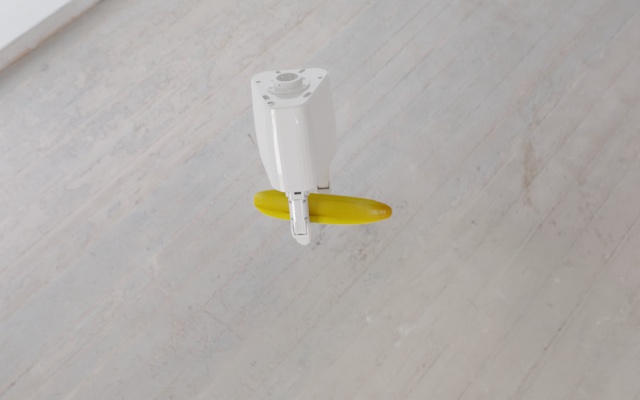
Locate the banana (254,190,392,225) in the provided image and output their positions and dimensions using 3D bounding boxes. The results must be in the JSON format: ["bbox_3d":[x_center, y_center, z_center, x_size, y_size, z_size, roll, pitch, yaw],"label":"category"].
[{"bbox_3d":[-0.010,0.006,0.613,0.198,0.037,0.069,7,15,22],"label":"banana"}]
